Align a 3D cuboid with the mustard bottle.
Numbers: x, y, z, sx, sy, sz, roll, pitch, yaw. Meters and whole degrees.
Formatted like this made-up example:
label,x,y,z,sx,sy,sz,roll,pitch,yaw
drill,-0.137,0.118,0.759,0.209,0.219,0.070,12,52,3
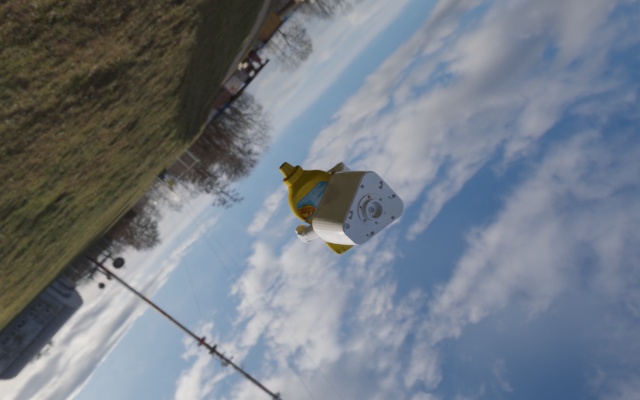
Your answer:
label,x,y,z,sx,sy,sz,roll,pitch,yaw
mustard bottle,0.000,0.003,0.849,0.192,0.096,0.058,44,8,-18
